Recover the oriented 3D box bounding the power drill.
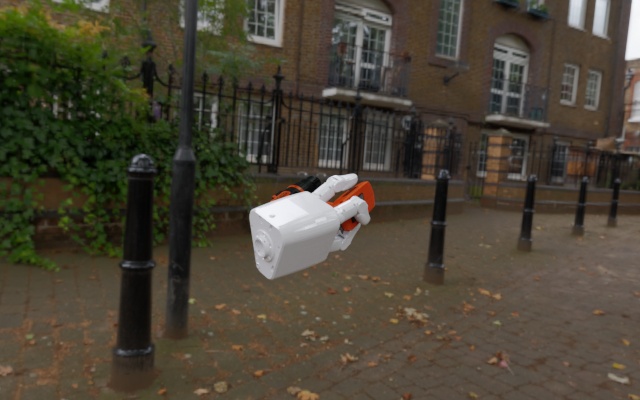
[{"bbox_3d":[0.000,0.003,0.870,0.187,0.057,0.184,-2,27,36],"label":"power drill"}]
